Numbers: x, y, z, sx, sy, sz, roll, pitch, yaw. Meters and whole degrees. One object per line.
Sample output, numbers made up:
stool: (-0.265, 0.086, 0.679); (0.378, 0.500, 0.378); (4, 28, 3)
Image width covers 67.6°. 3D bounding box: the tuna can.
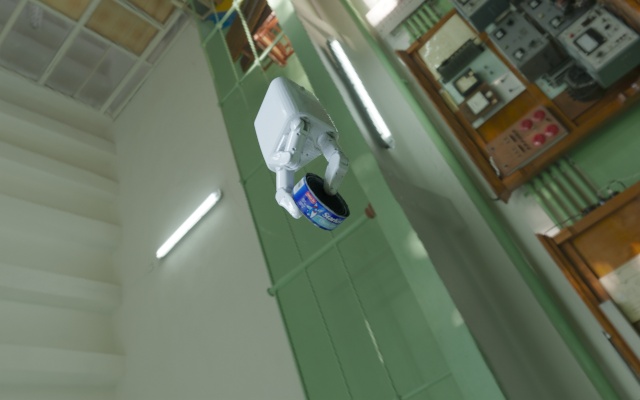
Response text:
tuna can: (0.000, 0.003, 0.686); (0.034, 0.086, 0.086); (-45, -19, 19)
